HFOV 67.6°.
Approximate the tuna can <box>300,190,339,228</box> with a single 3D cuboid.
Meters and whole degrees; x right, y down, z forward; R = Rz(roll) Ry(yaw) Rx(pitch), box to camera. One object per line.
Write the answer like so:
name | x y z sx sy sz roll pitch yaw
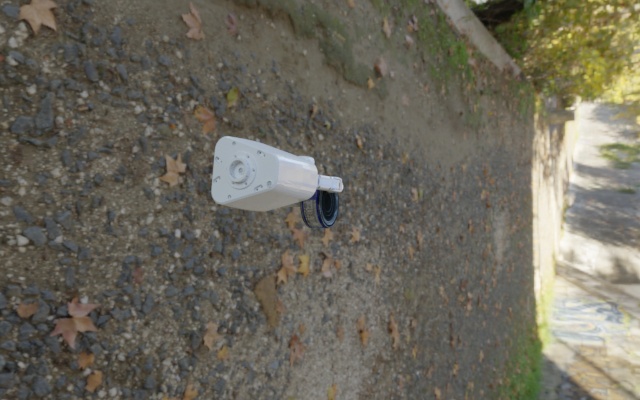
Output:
tuna can | 0.001 0.003 0.774 0.034 0.086 0.086 0 0 23
